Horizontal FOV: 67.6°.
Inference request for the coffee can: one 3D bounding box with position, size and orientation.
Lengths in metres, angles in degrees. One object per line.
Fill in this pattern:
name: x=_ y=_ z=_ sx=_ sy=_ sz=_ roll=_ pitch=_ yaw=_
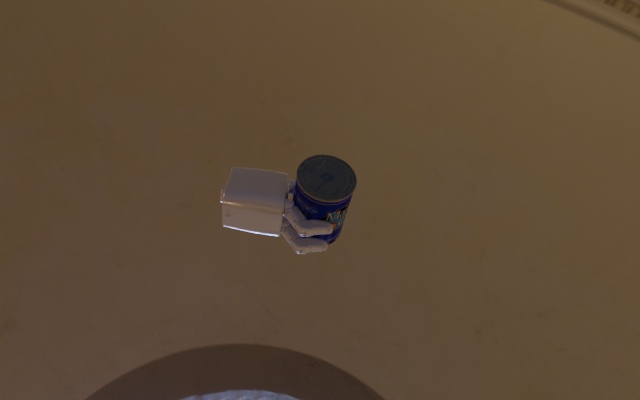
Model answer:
coffee can: x=0.000 y=0.003 z=0.855 sx=0.103 sy=0.102 sz=0.140 roll=0 pitch=-38 yaw=-12
